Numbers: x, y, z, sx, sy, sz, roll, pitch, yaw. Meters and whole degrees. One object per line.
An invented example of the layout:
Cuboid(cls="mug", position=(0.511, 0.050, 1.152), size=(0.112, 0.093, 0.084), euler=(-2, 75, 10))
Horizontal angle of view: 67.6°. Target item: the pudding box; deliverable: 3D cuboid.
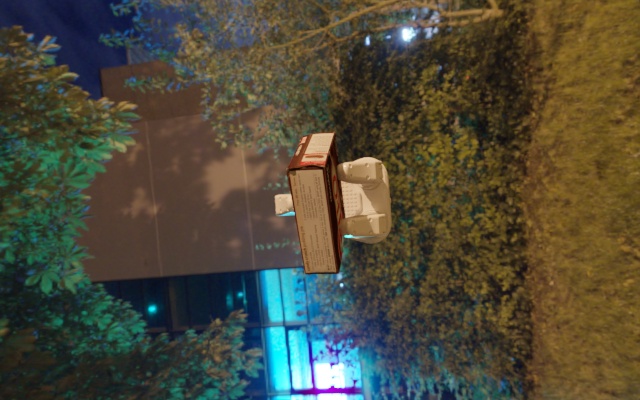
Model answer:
Cuboid(cls="pudding box", position=(0.000, 0.002, 0.462), size=(0.039, 0.113, 0.090), euler=(-6, 26, 10))
